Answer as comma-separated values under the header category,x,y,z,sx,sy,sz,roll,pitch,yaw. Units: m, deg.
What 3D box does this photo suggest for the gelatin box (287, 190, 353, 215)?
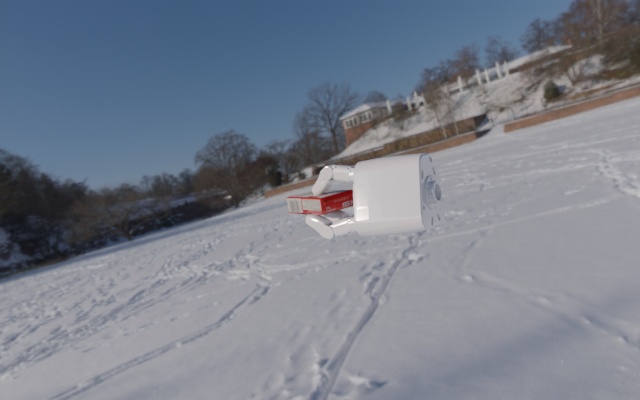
category,x,y,z,sx,sy,sz,roll,pitch,yaw
gelatin box,0.000,0.002,0.792,0.073,0.030,0.089,-15,11,-42
